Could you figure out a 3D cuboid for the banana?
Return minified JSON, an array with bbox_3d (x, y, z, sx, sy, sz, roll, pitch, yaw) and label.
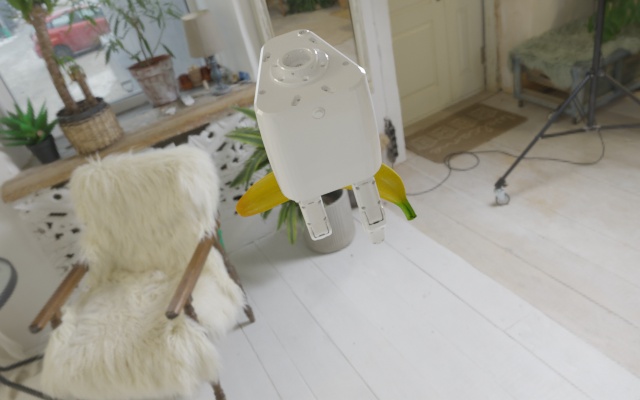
[{"bbox_3d":[0.004,-0.016,0.519,0.198,0.069,0.037,1,-18,8],"label":"banana"}]
